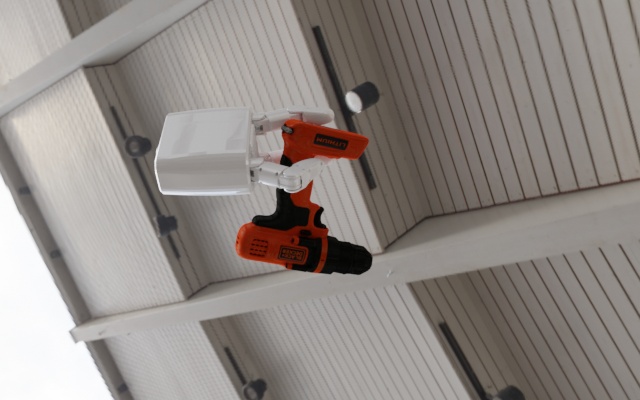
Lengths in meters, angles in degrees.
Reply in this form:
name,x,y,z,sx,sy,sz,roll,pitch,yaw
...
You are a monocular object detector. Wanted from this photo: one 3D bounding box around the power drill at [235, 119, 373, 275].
name,x,y,z,sx,sy,sz,roll,pitch,yaw
power drill,0.000,0.001,0.603,0.184,0.188,0.057,11,10,-20
